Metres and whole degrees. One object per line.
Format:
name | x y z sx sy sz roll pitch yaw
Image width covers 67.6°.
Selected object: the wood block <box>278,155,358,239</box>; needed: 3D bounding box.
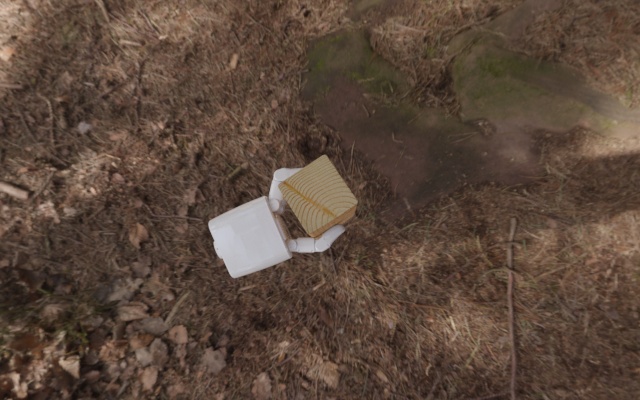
wood block | 0.000 0.003 0.805 0.090 0.091 0.206 -33 -7 -1
